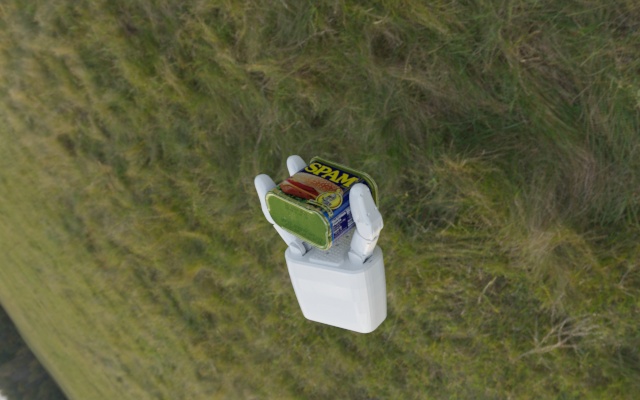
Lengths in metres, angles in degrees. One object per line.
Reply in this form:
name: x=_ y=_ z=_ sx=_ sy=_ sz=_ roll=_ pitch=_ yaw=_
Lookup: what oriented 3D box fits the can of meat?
can of meat: x=0.000 y=0.002 z=0.541 sx=0.102 sy=0.057 sz=0.084 roll=24 pitch=46 yaw=36
